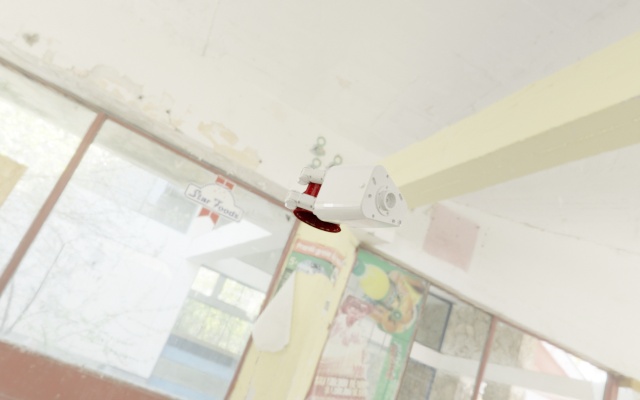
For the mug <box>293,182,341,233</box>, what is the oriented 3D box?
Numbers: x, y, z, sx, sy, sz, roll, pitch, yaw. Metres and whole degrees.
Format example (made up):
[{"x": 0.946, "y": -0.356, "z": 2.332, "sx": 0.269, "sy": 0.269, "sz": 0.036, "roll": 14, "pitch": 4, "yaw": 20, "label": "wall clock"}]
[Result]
[{"x": -0.001, "y": 0.003, "z": 0.877, "sx": 0.117, "sy": 0.081, "sz": 0.093, "roll": 1, "pitch": -28, "yaw": 48, "label": "mug"}]
